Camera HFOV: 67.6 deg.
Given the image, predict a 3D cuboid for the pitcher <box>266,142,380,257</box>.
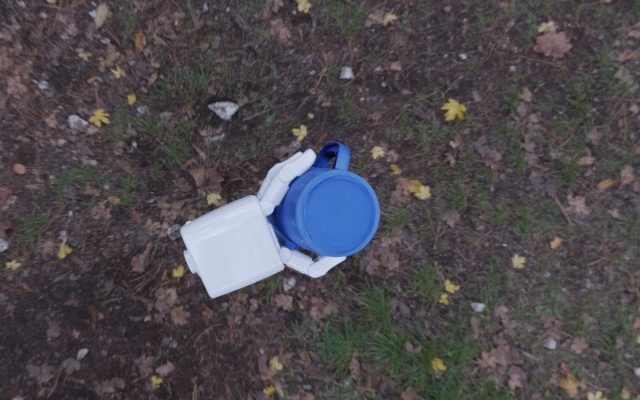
[{"bbox_3d":[0.000,0.002,0.689,0.145,0.149,0.243,-22,6,-11],"label":"pitcher"}]
